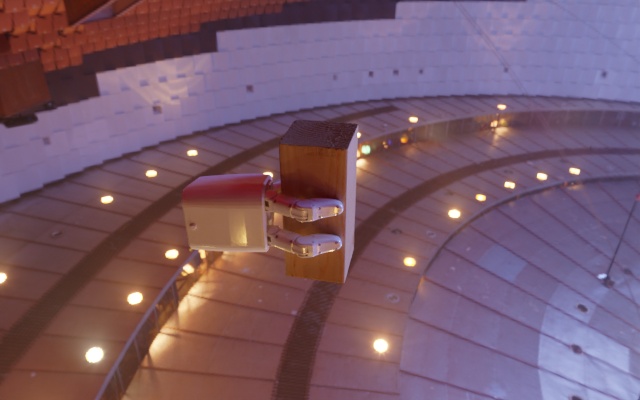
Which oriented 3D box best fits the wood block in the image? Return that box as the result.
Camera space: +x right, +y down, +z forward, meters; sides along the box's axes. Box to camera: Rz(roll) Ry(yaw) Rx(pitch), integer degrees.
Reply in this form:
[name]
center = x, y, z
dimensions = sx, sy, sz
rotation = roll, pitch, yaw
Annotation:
[wood block]
center = 0.000, 0.002, 0.666
dimensions = 0.090, 0.206, 0.090
rotation = 6, 31, 10
